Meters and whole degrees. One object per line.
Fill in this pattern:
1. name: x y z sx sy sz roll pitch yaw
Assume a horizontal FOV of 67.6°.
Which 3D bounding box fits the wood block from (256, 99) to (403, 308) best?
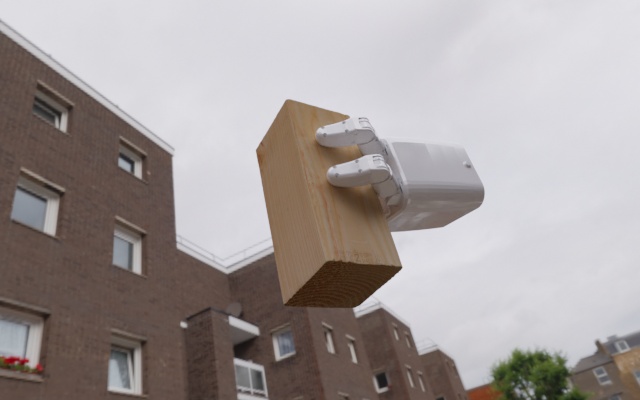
1. wood block: 0.000 0.002 0.516 0.090 0.206 0.091 9 -41 -30
